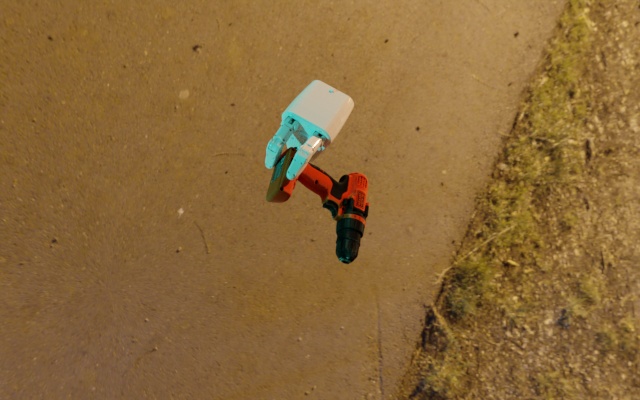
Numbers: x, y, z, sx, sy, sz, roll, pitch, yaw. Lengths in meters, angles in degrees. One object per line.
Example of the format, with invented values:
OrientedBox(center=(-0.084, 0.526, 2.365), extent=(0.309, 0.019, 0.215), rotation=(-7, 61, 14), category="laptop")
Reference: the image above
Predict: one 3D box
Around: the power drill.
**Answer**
OrientedBox(center=(0.000, 0.002, 0.840), extent=(0.188, 0.184, 0.057), rotation=(27, -39, -23), category="power drill")
